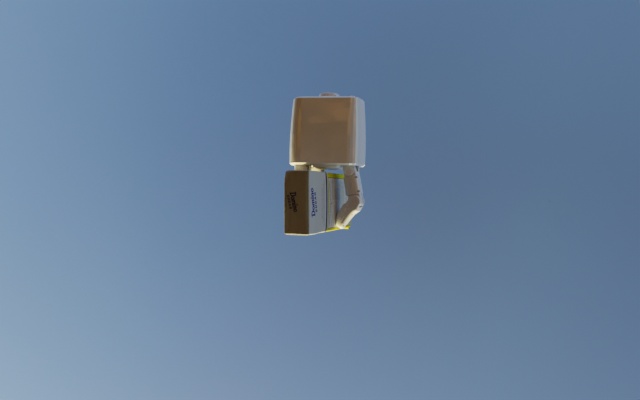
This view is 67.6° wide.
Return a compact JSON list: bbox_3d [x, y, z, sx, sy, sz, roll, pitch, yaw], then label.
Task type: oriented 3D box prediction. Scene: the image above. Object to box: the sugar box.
[{"bbox_3d":[0.000,0.002,0.746,0.048,0.093,0.176,0,0,26],"label":"sugar box"}]
